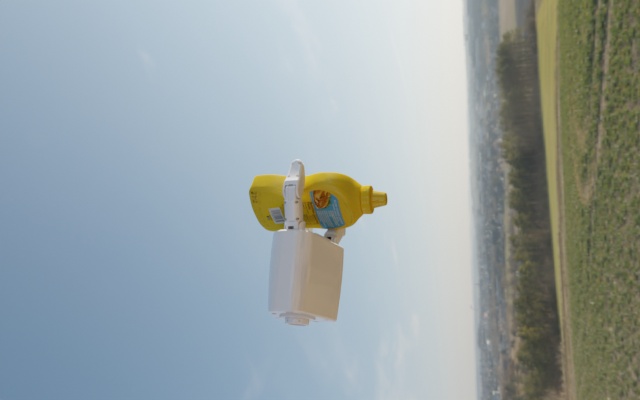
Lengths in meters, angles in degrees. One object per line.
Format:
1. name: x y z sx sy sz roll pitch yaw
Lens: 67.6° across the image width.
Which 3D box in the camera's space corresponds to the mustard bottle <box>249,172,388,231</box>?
1. mustard bottle: 0.000 0.002 0.688 0.191 0.096 0.058 -2 44 18
